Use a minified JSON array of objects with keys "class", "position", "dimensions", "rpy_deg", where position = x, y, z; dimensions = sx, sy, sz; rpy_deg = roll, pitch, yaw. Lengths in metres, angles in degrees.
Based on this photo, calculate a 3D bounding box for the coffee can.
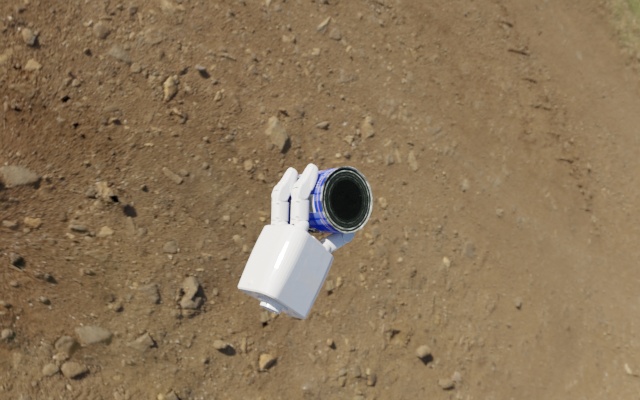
[{"class":"coffee can","position":[0.000,0.002,0.775],"dimensions":[0.103,0.103,0.140],"rpy_deg":[0,-3,-37]}]
